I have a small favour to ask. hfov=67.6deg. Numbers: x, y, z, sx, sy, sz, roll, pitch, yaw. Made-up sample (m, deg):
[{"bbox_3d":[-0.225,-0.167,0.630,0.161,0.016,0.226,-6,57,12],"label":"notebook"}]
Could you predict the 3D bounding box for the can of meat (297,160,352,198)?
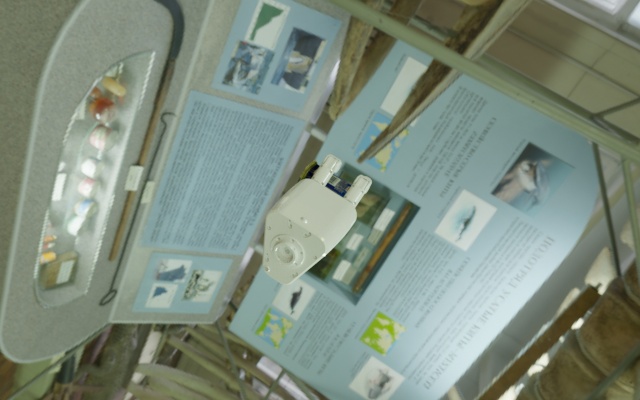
[{"bbox_3d":[0.000,0.003,0.752,0.084,0.102,0.057,32,29,8],"label":"can of meat"}]
